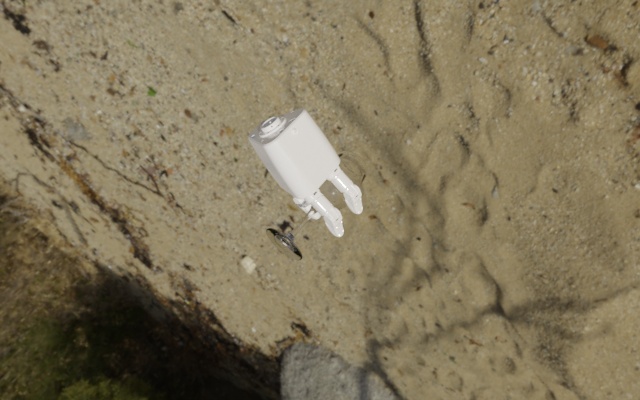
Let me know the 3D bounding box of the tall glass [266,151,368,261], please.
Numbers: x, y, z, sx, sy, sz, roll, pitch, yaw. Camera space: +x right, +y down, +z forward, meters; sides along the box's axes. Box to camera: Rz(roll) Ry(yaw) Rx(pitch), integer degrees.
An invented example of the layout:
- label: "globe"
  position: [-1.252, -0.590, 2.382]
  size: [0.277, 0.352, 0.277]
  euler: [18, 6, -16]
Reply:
- label: "tall glass"
  position: [0.000, 0.003, 0.808]
  size: [0.201, 0.079, 0.079]
  euler: [-49, 25, -24]
